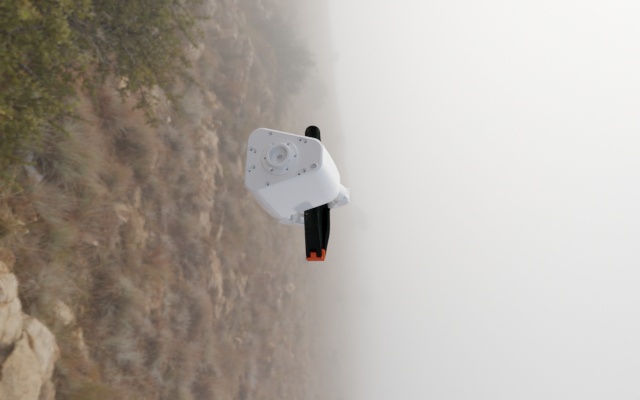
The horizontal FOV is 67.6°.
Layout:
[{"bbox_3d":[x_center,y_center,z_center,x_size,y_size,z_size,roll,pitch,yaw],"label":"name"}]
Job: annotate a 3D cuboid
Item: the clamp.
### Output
[{"bbox_3d":[0.001,0.003,0.801,0.036,0.210,0.165,-3,-19,14],"label":"clamp"}]
